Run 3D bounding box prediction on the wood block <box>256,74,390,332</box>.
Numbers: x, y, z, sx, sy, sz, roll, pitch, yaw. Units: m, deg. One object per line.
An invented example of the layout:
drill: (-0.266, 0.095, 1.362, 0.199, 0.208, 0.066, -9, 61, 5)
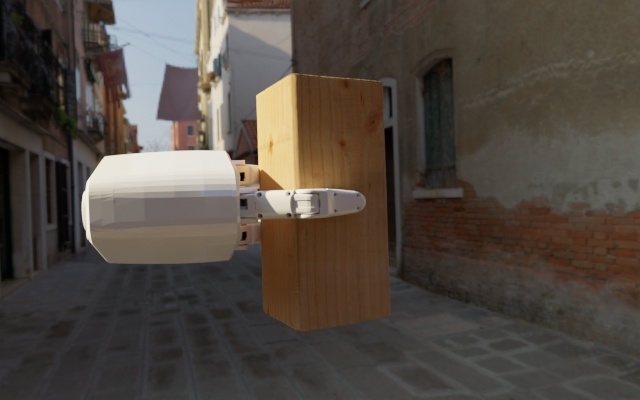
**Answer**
wood block: (0.000, 0.001, 0.435, 0.090, 0.206, 0.091, -2, 0, -27)
